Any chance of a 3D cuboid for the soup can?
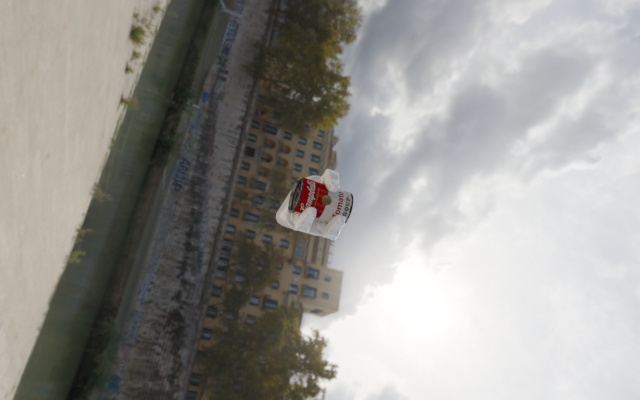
[{"bbox_3d":[0.001,0.003,0.868,0.102,0.068,0.068,17,-5,-17],"label":"soup can"}]
